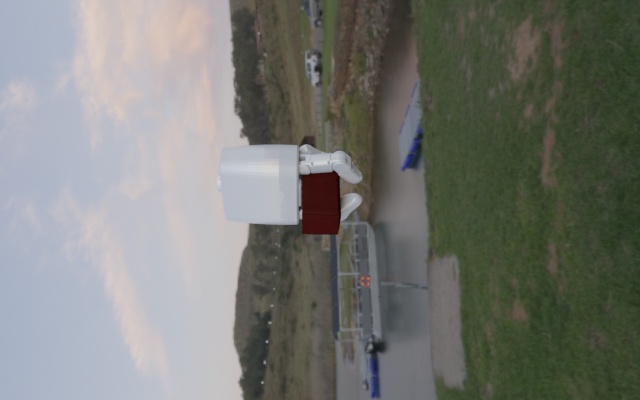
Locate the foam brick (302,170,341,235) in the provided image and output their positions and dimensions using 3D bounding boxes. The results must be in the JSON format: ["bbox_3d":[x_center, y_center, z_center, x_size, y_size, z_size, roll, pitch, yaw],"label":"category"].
[{"bbox_3d":[0.000,0.002,0.656,0.051,0.078,0.053,1,-35,-2],"label":"foam brick"}]
